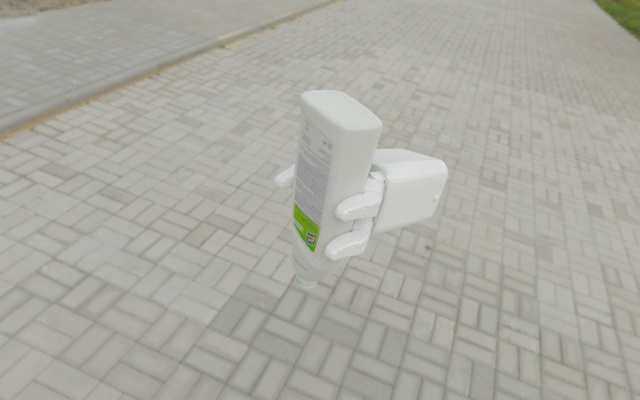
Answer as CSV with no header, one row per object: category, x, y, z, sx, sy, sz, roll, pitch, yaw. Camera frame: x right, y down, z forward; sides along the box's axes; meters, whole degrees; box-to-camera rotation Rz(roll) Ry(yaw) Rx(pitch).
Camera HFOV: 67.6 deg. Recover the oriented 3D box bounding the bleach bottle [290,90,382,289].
bleach bottle,0.000,0.002,0.584,0.068,0.251,0.102,-10,39,-32
